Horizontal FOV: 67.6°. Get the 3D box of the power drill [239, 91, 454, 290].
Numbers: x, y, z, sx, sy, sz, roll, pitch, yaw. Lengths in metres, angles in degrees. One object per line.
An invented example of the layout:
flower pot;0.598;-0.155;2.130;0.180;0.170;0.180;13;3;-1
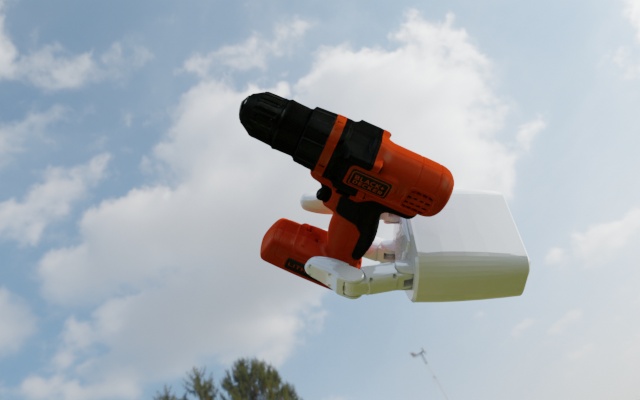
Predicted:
power drill;0.000;0.002;0.439;0.184;0.057;0.188;25;-40;-2
